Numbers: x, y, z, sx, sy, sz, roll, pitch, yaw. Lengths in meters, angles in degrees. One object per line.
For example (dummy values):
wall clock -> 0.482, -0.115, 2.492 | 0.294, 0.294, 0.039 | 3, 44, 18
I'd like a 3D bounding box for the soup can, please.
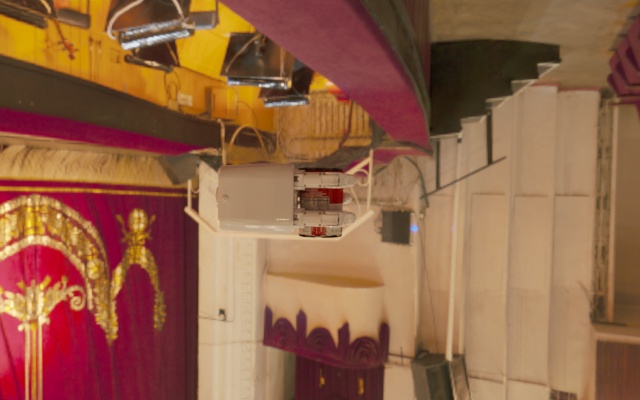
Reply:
soup can -> 0.001, 0.003, 0.713 | 0.068, 0.102, 0.068 | 1, 2, 0
